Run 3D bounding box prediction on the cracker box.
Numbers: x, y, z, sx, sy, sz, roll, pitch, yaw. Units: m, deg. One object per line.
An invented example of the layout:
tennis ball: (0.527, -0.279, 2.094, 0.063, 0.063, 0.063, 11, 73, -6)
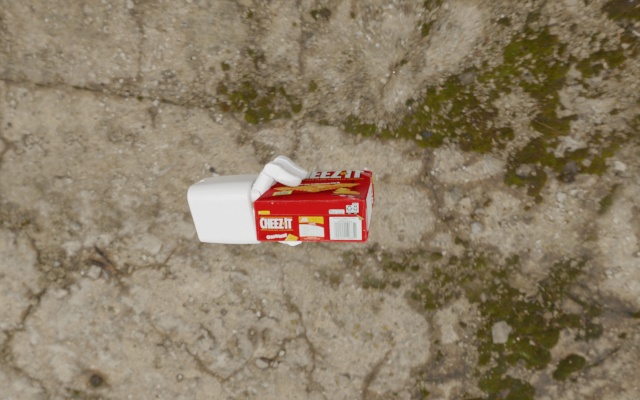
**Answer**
cracker box: (0.000, 0.003, 0.775, 0.164, 0.072, 0.213, 0, 15, 9)
